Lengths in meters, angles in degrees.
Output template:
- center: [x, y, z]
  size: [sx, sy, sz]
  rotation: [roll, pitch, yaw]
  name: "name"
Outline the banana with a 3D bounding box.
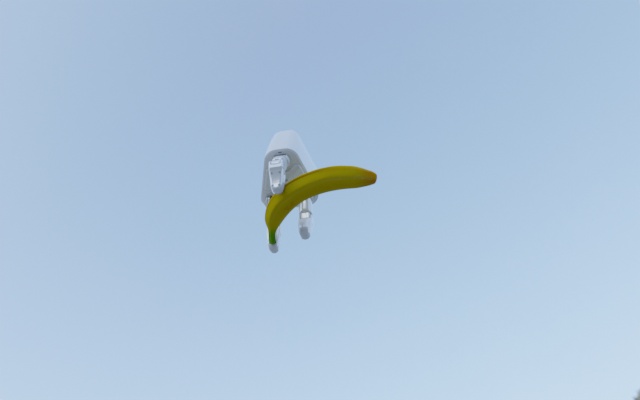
- center: [-0.013, -0.010, 0.720]
  size: [0.198, 0.070, 0.037]
  rotation: [-31, 20, 15]
  name: "banana"
